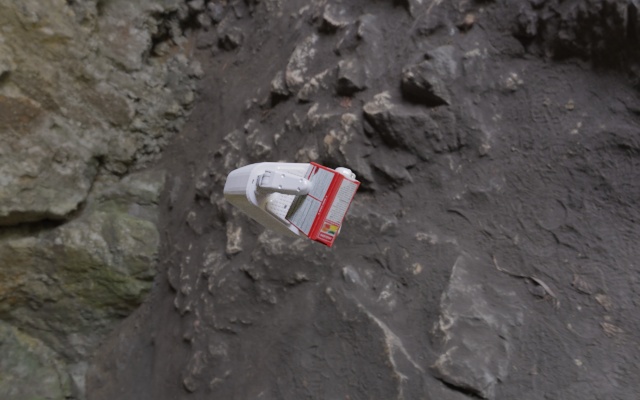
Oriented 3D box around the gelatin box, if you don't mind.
[{"bbox_3d":[0.000,0.002,0.515,0.030,0.073,0.089,23,2,-23],"label":"gelatin box"}]
